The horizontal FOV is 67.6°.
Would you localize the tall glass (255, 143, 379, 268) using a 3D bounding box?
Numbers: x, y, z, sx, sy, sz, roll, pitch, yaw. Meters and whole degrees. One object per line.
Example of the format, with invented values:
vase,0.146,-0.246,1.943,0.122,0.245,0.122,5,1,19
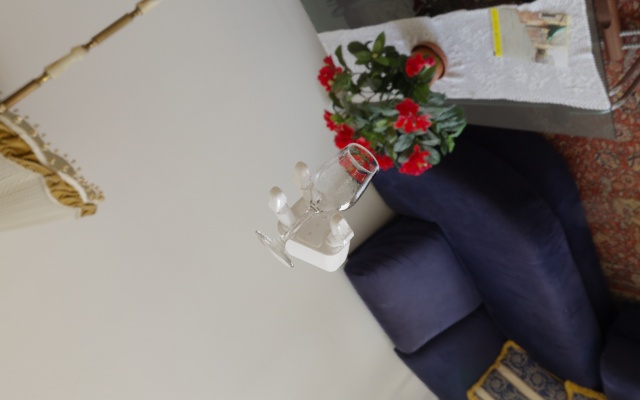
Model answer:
tall glass,0.000,0.003,0.707,0.201,0.079,0.079,-46,17,-17
